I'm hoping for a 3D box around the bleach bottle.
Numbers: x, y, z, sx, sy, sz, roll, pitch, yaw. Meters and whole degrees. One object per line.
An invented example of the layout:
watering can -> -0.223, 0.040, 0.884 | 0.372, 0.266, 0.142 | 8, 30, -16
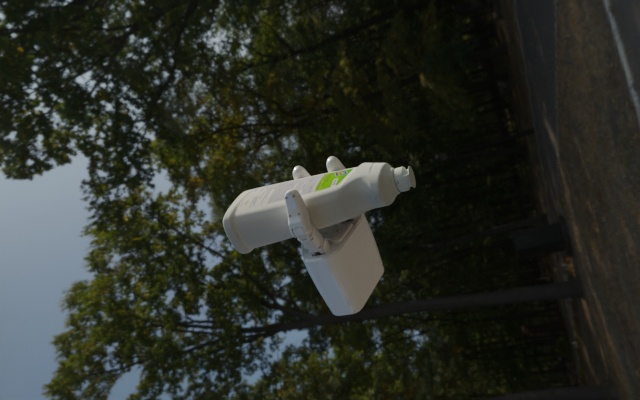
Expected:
bleach bottle -> 0.000, 0.002, 0.636 | 0.251, 0.068, 0.102 | -14, 26, 23
